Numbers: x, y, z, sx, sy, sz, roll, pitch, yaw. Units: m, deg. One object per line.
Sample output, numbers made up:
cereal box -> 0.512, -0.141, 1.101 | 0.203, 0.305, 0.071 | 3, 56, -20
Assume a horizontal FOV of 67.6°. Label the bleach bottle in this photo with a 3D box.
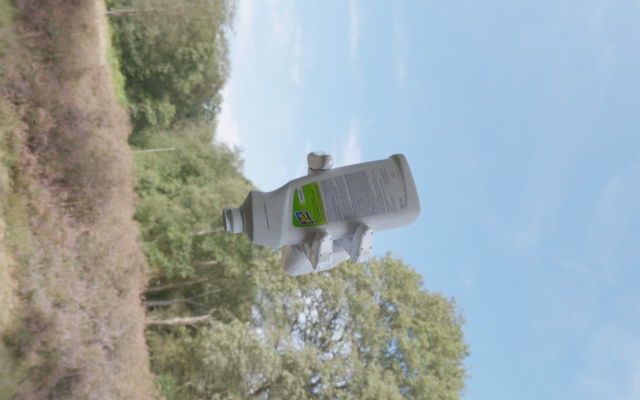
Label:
bleach bottle -> 0.000, 0.002, 0.618 | 0.251, 0.102, 0.068 | -7, -20, -18
